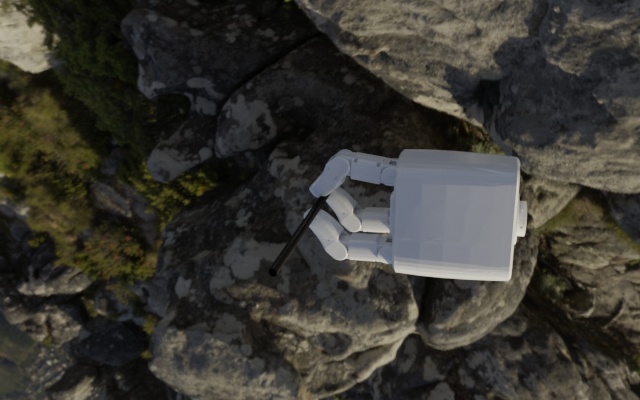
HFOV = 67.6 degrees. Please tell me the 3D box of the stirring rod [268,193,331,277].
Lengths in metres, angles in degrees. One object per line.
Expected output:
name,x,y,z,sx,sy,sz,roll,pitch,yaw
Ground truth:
stirring rod,0.000,0.001,0.480,0.011,0.011,0.239,0,28,21
